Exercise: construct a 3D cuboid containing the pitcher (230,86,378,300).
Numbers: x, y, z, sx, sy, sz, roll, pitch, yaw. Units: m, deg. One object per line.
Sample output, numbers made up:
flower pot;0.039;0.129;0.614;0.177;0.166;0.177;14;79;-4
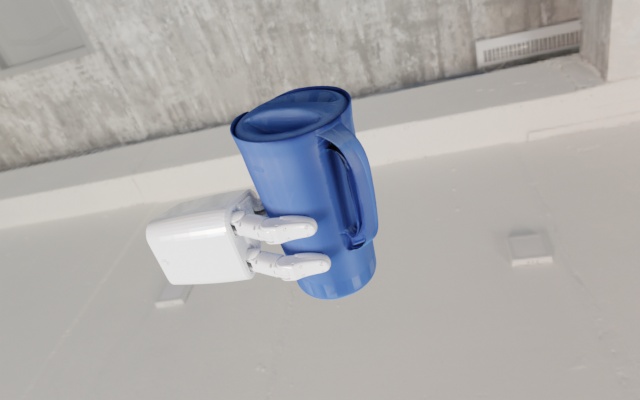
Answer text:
pitcher;0.000;0.002;0.559;0.145;0.243;0.149;-9;33;12
